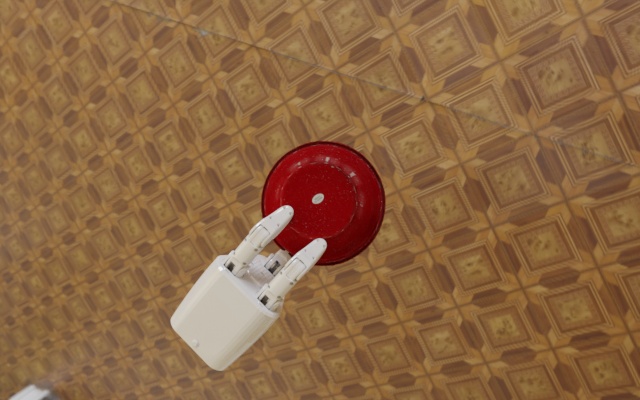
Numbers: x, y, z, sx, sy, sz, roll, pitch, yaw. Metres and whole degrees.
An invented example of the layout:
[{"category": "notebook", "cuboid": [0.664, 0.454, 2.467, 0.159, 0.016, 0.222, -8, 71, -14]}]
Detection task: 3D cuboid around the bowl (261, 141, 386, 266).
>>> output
[{"category": "bowl", "cuboid": [0.001, 0.001, 0.589, 0.162, 0.162, 0.055, 0, -3, 6]}]
